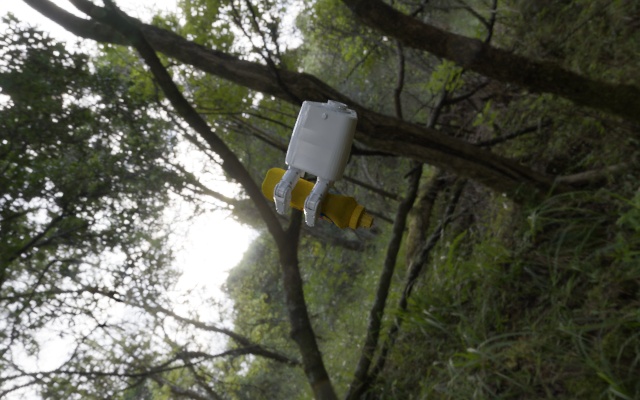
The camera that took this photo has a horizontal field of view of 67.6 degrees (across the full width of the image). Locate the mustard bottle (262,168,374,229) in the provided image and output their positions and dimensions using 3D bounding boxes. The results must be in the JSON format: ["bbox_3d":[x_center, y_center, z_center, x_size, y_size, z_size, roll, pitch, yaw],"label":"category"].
[{"bbox_3d":[0.000,0.003,0.818,0.191,0.058,0.096,21,-6,15],"label":"mustard bottle"}]
